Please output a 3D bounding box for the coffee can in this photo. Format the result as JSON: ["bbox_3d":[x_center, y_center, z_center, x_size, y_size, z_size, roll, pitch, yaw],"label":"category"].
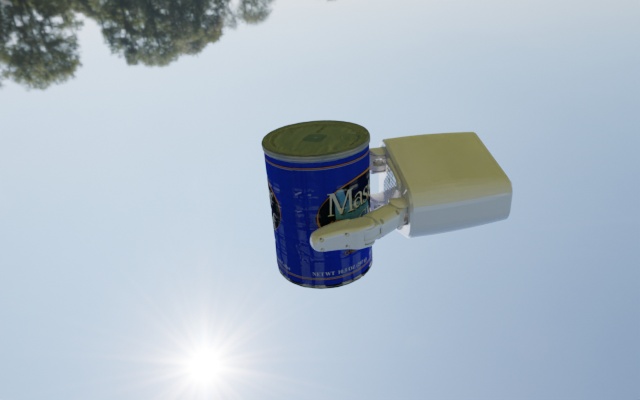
[{"bbox_3d":[0.000,0.001,0.480,0.103,0.140,0.102,-3,26,2],"label":"coffee can"}]
